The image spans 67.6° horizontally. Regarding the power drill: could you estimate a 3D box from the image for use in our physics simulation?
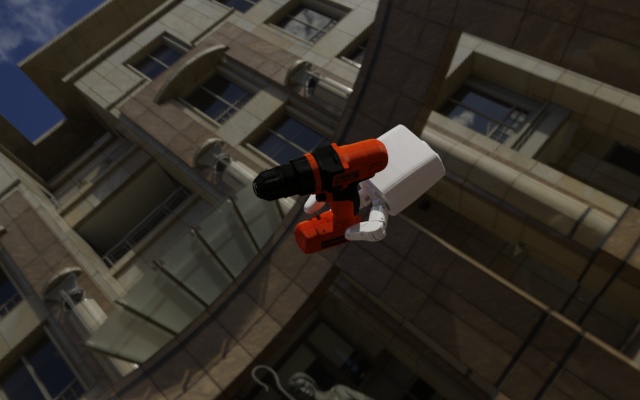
[{"bbox_3d":[0.000,0.002,0.676,0.184,0.057,0.188,-15,-33,-13],"label":"power drill"}]
